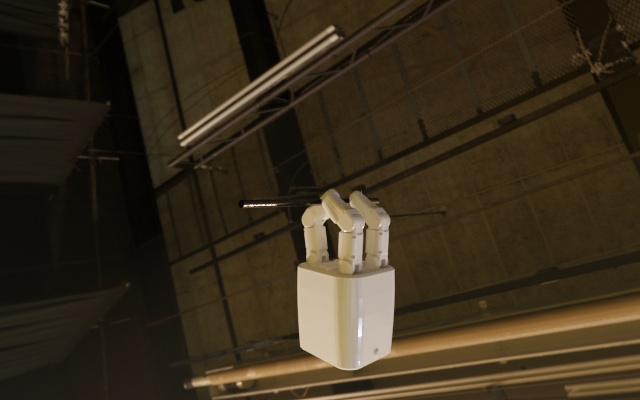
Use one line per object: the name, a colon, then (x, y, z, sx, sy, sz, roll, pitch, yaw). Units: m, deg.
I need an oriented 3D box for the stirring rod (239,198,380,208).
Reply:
stirring rod: (0.000, 0.002, 0.553, 0.011, 0.011, 0.239, 0, 1, 40)
